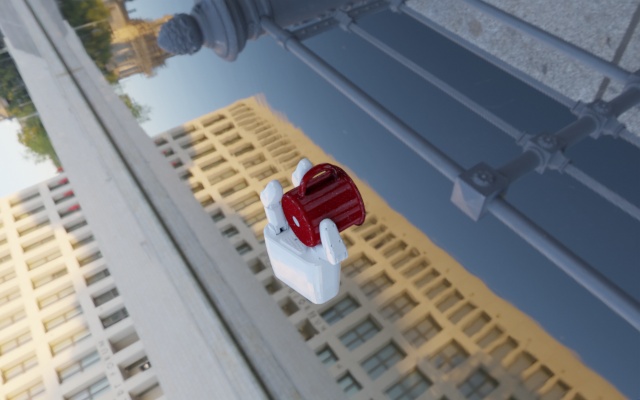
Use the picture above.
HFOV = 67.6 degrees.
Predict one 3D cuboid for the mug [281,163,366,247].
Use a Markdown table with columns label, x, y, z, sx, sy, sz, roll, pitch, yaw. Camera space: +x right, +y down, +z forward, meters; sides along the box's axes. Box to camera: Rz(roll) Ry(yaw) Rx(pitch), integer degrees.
| label | x | y | z | sx | sy | sz | roll | pitch | yaw |
| --- | --- | --- | --- | --- | --- | --- | --- | --- | --- |
| mug | 0.000 | 0.001 | 0.632 | 0.081 | 0.117 | 0.093 | -28 | 50 | -21 |
